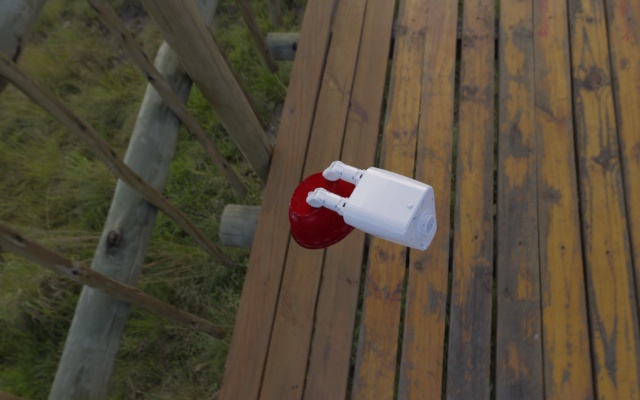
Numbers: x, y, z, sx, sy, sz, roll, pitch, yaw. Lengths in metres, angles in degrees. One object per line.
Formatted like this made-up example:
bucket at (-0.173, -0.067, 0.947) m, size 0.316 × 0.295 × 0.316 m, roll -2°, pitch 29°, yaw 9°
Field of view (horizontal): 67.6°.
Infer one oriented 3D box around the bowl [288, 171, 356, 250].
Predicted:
bowl at (-0.001, 0.003, 0.832) m, size 0.162 × 0.162 × 0.055 m, roll 0°, pitch -34°, yaw 41°
